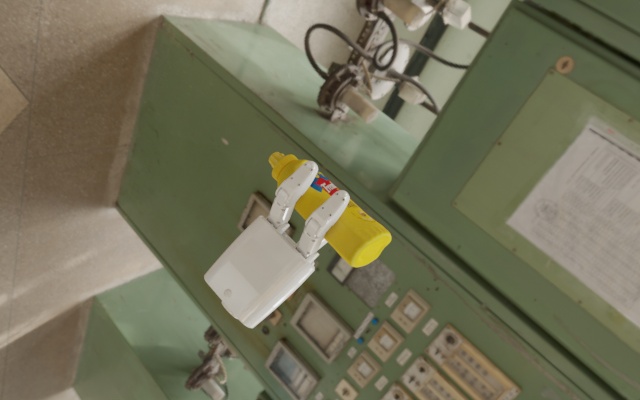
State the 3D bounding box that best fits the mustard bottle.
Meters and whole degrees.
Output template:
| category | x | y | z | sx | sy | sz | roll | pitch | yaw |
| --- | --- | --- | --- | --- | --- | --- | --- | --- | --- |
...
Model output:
| category | x | y | z | sx | sy | sz | roll | pitch | yaw |
| --- | --- | --- | --- | --- | --- | --- | --- | --- | --- |
| mustard bottle | 0.000 | 0.002 | 0.617 | 0.191 | 0.058 | 0.096 | 43 | 18 | 21 |
